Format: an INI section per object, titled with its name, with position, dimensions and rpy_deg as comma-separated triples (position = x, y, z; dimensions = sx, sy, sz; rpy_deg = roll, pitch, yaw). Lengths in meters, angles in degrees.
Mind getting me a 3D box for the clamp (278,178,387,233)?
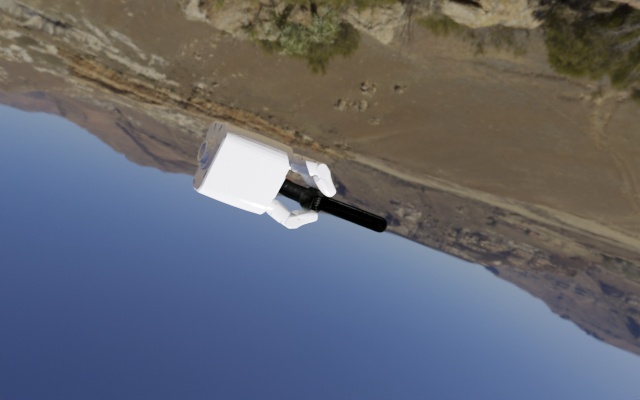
[clamp]
position = -0.001, 0.003, 0.782
dimensions = 0.164, 0.036, 0.210
rpy_deg = 20, 3, -30
